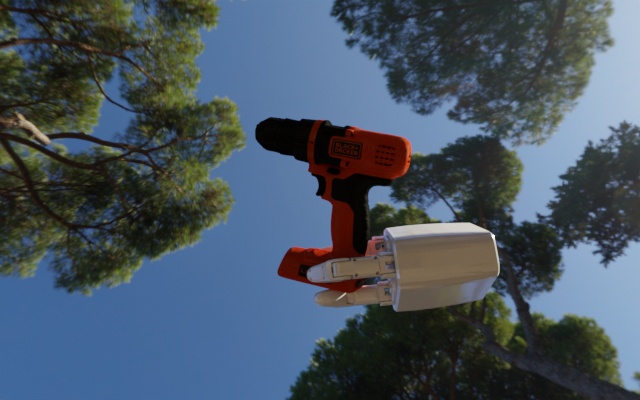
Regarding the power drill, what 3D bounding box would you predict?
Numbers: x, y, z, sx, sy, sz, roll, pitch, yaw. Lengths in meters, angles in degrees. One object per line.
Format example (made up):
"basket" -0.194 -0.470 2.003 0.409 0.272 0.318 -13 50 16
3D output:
"power drill" 0.000 0.002 0.555 0.184 0.188 0.057 12 12 17
